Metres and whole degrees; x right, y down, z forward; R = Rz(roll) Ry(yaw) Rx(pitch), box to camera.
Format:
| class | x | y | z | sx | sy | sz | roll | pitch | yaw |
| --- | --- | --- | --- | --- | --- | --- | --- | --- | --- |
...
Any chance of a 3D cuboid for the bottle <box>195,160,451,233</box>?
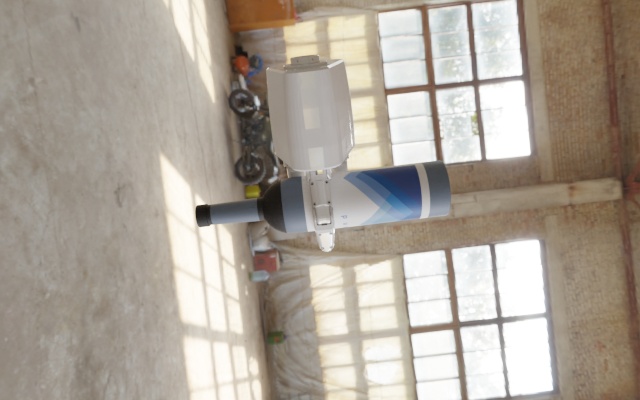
| class | x | y | z | sx | sy | sz | roll | pitch | yaw |
| --- | --- | --- | --- | --- | --- | --- | --- | --- | --- |
| bottle | 0.000 | 0.002 | 0.570 | 0.296 | 0.069 | 0.069 | -7 | 0 | 0 |
